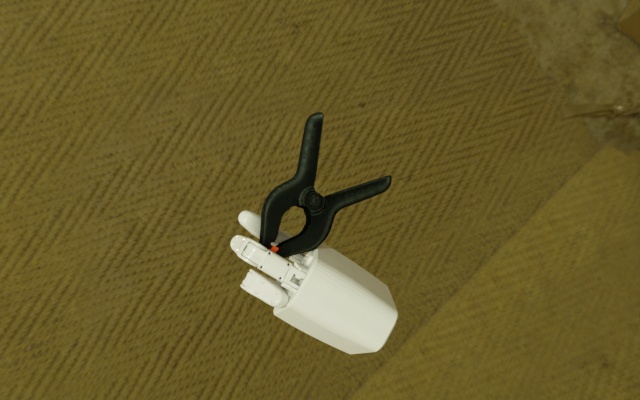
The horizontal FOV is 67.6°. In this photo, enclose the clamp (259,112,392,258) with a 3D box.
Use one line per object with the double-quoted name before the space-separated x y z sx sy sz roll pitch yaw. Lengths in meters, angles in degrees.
"clamp" 0.000 0.002 0.527 0.120 0.171 0.039 31 -8 -6
